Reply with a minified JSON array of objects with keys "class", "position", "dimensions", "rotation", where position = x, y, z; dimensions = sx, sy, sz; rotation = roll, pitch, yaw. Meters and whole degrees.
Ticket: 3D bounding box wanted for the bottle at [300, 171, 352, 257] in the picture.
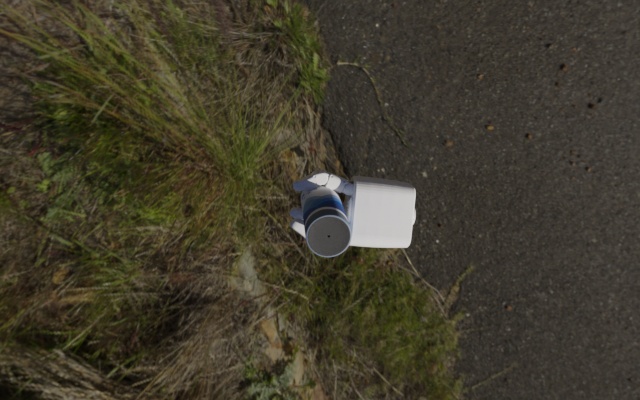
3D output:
[{"class":"bottle","position":[0.000,0.003,0.819],"dimensions":[0.069,0.069,0.295],"rotation":[0,19,-5]}]
